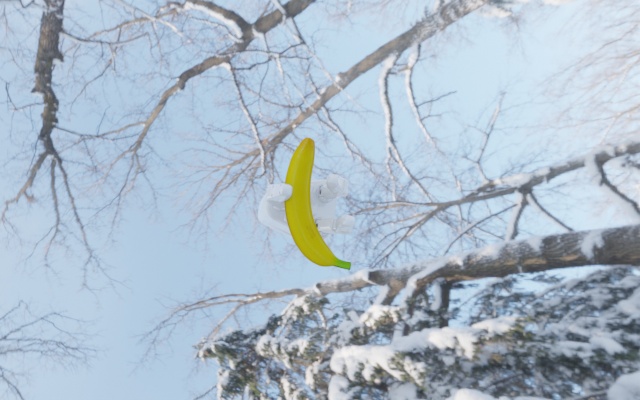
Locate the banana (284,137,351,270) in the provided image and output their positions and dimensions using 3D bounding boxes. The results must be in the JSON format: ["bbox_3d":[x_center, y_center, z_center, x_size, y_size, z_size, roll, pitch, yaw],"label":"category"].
[{"bbox_3d":[-0.017,0.011,0.674,0.069,0.197,0.037,-16,-9,-4],"label":"banana"}]
